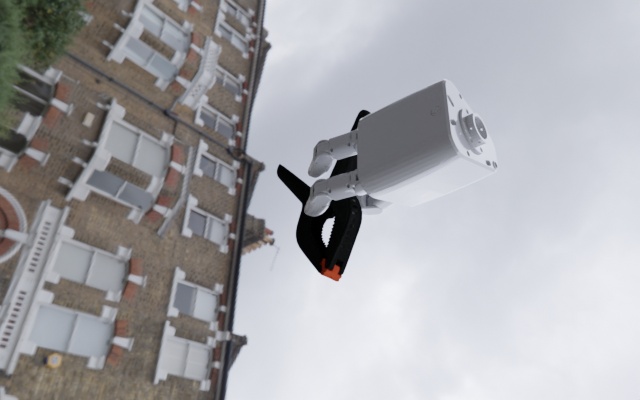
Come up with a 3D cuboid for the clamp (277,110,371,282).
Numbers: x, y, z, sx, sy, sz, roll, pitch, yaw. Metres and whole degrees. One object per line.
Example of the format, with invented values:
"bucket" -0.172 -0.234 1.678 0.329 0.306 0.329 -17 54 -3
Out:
"clamp" 0.001 0.003 0.592 0.164 0.209 0.036 -24 -39 38
